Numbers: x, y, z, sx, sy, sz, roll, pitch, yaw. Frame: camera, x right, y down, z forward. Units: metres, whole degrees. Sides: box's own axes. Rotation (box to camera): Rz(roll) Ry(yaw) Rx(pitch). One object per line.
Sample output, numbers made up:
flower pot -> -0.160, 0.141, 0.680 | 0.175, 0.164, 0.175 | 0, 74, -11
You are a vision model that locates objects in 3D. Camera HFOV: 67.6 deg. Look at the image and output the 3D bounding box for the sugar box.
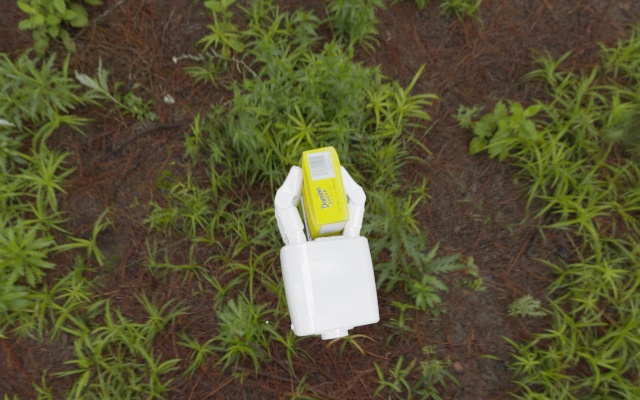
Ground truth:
sugar box -> 0.000, 0.002, 0.639 | 0.048, 0.093, 0.176 | -9, -13, -8
